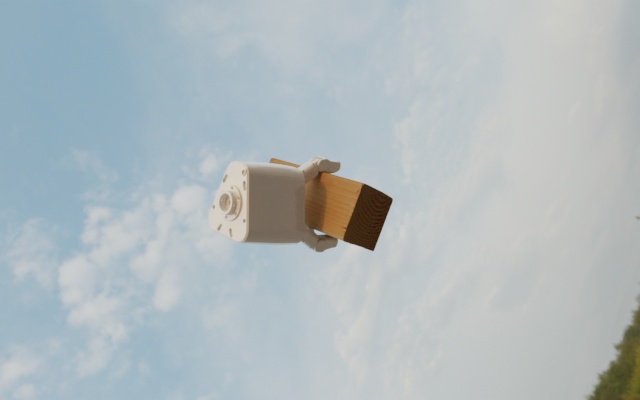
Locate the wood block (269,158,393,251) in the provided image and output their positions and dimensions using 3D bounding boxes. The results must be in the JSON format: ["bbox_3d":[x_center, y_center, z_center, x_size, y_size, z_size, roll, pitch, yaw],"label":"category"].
[{"bbox_3d":[0.000,0.002,0.779,0.206,0.091,0.090,19,-2,41],"label":"wood block"}]
